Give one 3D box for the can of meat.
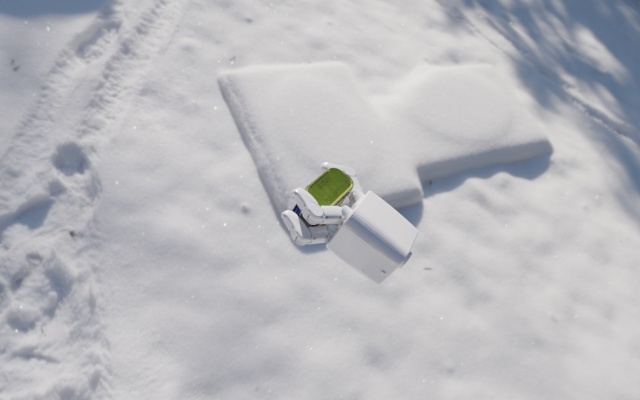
[{"bbox_3d":[0.000,0.002,0.776,0.102,0.057,0.084,-42,-9,-41],"label":"can of meat"}]
